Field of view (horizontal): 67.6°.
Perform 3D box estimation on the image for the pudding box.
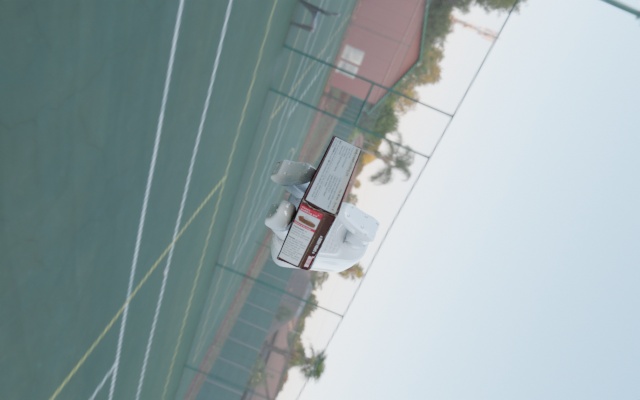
[{"bbox_3d":[0.000,0.002,0.484,0.039,0.090,0.113,22,43,-2],"label":"pudding box"}]
